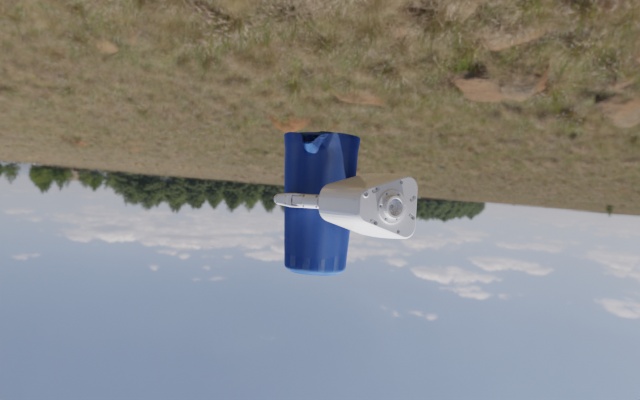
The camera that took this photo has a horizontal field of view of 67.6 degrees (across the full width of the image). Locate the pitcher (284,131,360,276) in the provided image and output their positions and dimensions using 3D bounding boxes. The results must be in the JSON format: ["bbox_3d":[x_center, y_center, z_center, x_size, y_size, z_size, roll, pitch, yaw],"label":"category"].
[{"bbox_3d":[0.000,0.003,0.843,0.149,0.243,0.145,3,1,-31],"label":"pitcher"}]
